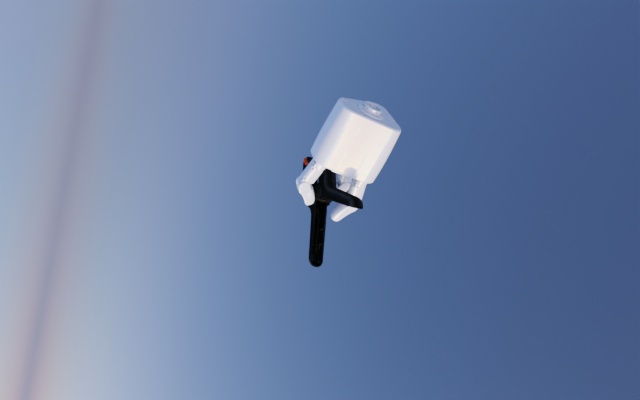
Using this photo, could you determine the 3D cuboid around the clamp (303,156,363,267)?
[{"bbox_3d":[-0.001,0.002,0.857,0.036,0.165,0.209,11,34,-29],"label":"clamp"}]
